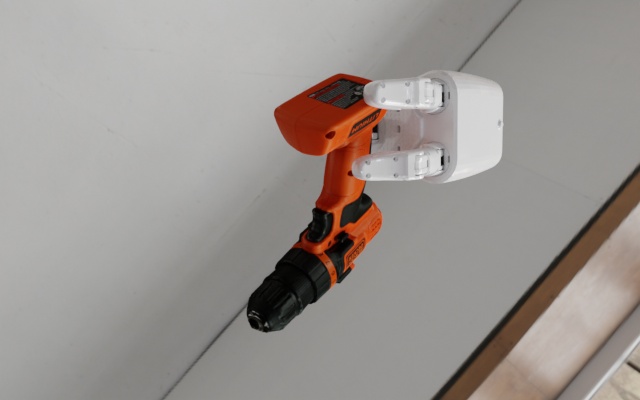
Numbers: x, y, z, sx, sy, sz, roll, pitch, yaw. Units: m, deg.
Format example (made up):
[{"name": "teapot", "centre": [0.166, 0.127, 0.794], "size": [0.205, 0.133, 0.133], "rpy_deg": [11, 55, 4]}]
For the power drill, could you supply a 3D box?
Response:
[{"name": "power drill", "centre": [0.000, 0.001, 0.406], "size": [0.057, 0.188, 0.184], "rpy_deg": [24, 42, 24]}]
